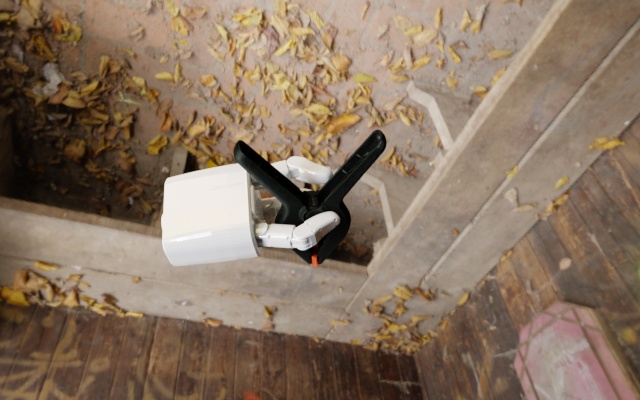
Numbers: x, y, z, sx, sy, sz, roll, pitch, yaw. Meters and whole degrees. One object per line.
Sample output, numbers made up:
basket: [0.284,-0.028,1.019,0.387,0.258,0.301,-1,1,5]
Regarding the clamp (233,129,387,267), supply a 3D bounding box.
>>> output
clamp: [0.000,0.003,0.572,0.164,0.210,0.036,-9,44,1]
